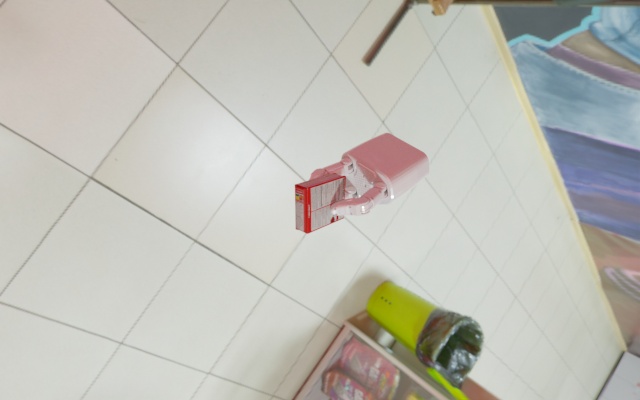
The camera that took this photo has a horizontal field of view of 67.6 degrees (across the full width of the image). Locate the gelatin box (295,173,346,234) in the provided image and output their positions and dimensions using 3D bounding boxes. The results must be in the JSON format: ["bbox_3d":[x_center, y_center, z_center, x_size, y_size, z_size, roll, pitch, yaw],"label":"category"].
[{"bbox_3d":[0.000,0.003,0.735,0.030,0.073,0.089,18,27,39],"label":"gelatin box"}]
